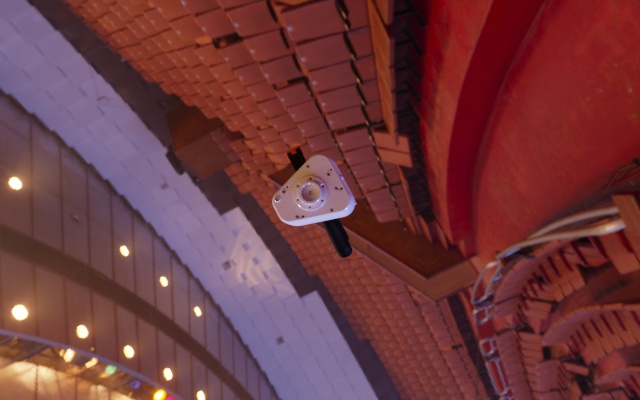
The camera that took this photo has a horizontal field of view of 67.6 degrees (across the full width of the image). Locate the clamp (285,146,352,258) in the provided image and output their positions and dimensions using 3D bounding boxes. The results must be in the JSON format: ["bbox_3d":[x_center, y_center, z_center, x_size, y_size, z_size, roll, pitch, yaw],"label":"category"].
[{"bbox_3d":[-0.001,0.003,0.855,0.036,0.210,0.164,-29,-5,2],"label":"clamp"}]
